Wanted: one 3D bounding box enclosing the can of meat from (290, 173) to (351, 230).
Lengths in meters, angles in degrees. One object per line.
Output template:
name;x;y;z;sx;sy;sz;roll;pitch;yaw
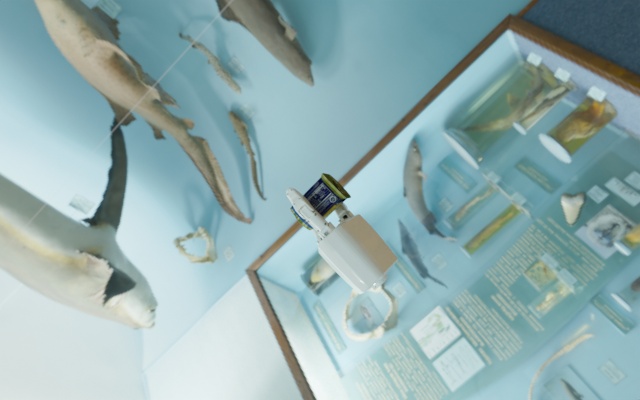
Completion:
can of meat;0.000;0.003;0.824;0.084;0.057;0.102;-45;-6;8
